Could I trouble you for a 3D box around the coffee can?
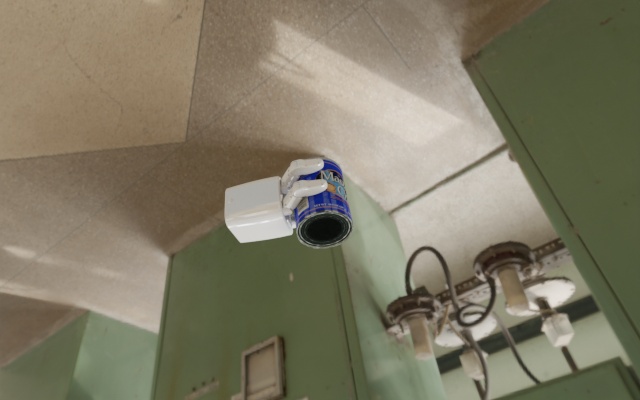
[{"bbox_3d":[0.000,0.003,0.888,0.103,0.140,0.103,-5,-43,-4],"label":"coffee can"}]
